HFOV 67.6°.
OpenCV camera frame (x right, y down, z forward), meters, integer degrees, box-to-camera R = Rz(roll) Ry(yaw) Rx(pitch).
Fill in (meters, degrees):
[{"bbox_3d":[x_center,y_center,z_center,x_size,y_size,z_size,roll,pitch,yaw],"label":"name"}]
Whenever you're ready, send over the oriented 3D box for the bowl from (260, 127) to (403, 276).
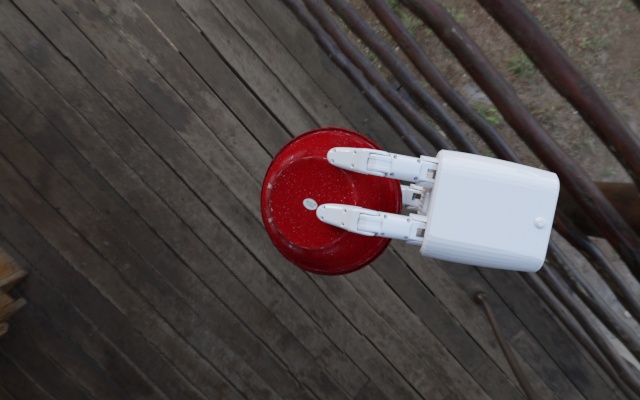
[{"bbox_3d":[-0.001,0.002,0.494,0.162,0.162,0.055,0,1,19],"label":"bowl"}]
